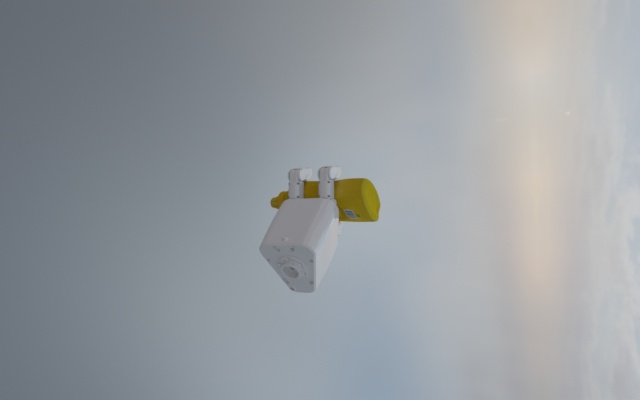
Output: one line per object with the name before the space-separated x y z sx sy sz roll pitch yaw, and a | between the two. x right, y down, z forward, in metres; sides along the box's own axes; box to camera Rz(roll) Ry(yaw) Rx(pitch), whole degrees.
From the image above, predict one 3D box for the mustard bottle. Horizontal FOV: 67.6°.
mustard bottle | 0.000 0.002 0.823 0.191 0.058 0.096 -2 -29 25
